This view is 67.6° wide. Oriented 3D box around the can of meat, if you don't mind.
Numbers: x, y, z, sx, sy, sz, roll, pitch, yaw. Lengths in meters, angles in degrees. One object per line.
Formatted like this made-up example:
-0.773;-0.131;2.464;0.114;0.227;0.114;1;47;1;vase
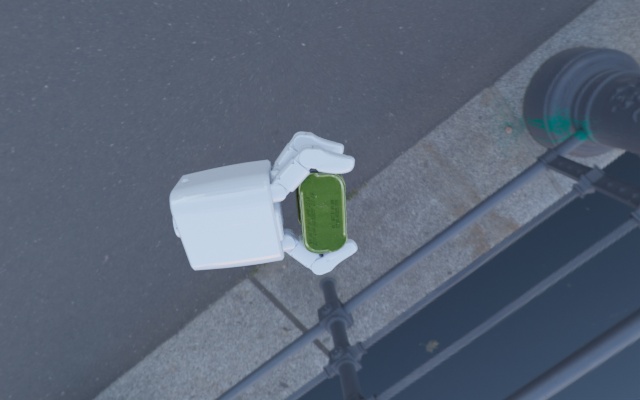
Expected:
0.000;0.002;0.563;0.057;0.102;0.084;-5;19;-3;can of meat
